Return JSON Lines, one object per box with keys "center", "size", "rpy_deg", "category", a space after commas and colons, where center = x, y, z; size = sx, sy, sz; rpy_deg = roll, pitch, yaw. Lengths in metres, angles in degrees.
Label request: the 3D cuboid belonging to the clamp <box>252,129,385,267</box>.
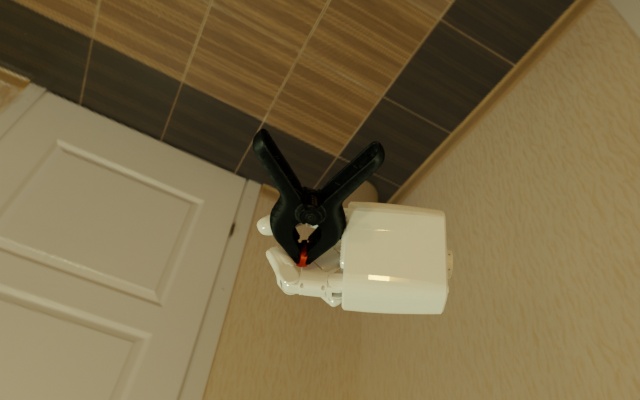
{"center": [0.000, 0.002, 0.479], "size": [0.120, 0.172, 0.039], "rpy_deg": [3, 45, 5], "category": "clamp"}
